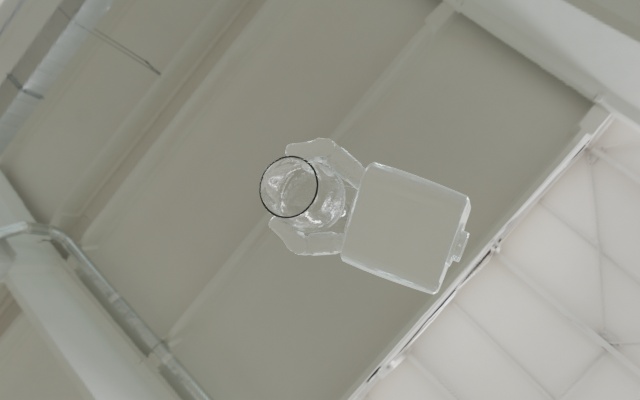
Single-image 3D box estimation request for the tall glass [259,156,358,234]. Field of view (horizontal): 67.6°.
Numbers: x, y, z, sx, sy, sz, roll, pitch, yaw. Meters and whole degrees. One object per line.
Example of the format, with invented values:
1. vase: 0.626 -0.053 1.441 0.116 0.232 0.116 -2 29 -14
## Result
1. tall glass: 0.000 0.002 0.551 0.079 0.079 0.201 0 -9 19
